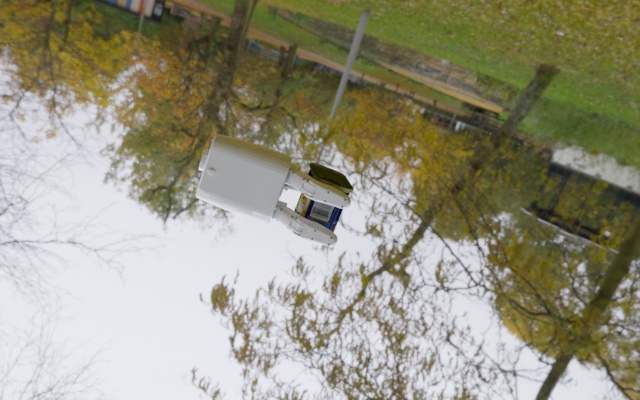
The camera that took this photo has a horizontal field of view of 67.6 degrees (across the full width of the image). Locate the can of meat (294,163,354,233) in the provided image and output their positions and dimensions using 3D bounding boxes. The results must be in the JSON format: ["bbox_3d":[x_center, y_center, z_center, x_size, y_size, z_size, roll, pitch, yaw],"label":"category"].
[{"bbox_3d":[0.000,0.003,0.677,0.057,0.084,0.102,19,14,-12],"label":"can of meat"}]
